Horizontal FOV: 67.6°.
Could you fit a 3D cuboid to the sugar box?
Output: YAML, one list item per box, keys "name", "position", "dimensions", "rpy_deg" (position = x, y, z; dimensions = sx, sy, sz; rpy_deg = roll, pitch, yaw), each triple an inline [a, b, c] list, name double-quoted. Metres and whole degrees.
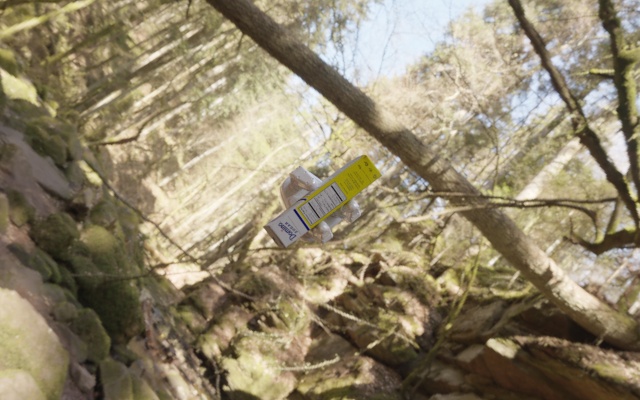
- name: "sugar box"
  position: [0.000, 0.003, 0.707]
  dimensions: [0.176, 0.048, 0.093]
  rpy_deg: [-39, 5, -11]
